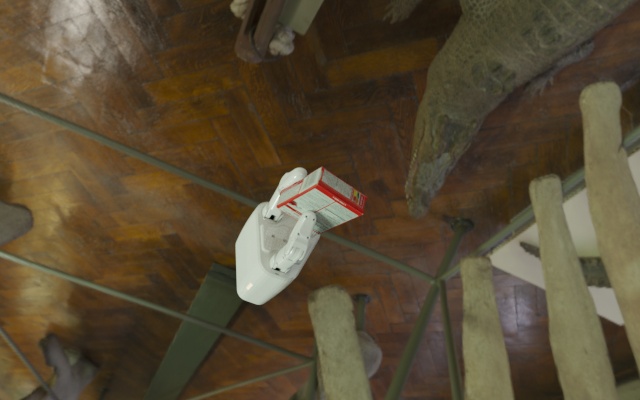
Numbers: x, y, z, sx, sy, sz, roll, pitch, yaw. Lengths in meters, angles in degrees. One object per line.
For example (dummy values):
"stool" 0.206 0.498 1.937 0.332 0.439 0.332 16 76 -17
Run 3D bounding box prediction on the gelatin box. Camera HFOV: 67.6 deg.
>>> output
"gelatin box" 0.000 0.002 0.585 0.073 0.030 0.089 33 -37 -25
